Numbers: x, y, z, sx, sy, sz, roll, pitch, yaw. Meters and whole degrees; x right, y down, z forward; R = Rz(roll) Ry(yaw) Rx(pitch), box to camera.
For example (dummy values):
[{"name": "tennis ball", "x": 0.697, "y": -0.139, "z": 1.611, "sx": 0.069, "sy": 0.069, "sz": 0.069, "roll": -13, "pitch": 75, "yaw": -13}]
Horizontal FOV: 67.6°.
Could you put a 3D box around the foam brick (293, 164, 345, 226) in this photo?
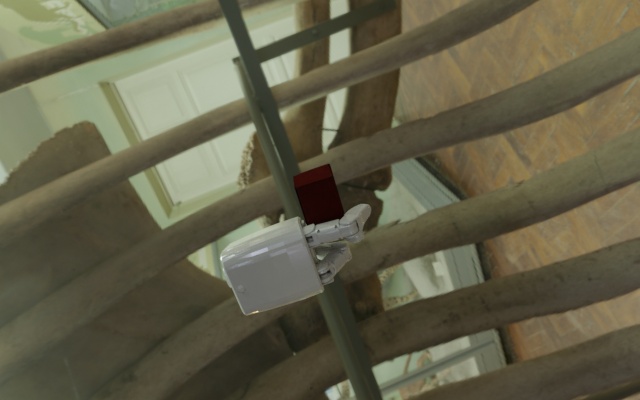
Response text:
[{"name": "foam brick", "x": 0.000, "y": 0.002, "z": 0.614, "sx": 0.051, "sy": 0.078, "sz": 0.053, "roll": -17, "pitch": 21, "yaw": 2}]
